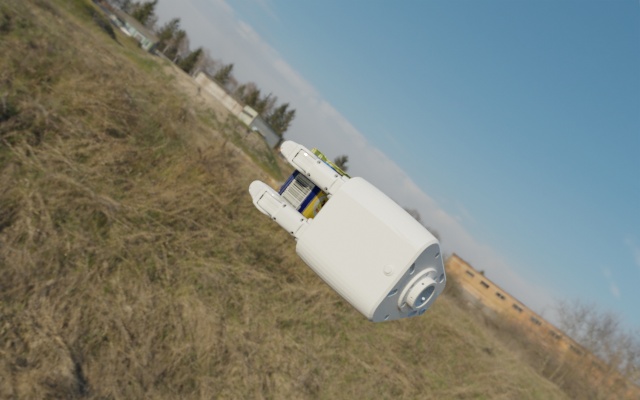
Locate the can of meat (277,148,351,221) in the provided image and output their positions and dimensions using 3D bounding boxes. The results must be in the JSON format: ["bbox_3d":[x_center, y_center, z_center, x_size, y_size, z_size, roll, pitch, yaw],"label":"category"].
[{"bbox_3d":[0.000,0.001,0.533,0.057,0.084,0.102,41,2,39],"label":"can of meat"}]
